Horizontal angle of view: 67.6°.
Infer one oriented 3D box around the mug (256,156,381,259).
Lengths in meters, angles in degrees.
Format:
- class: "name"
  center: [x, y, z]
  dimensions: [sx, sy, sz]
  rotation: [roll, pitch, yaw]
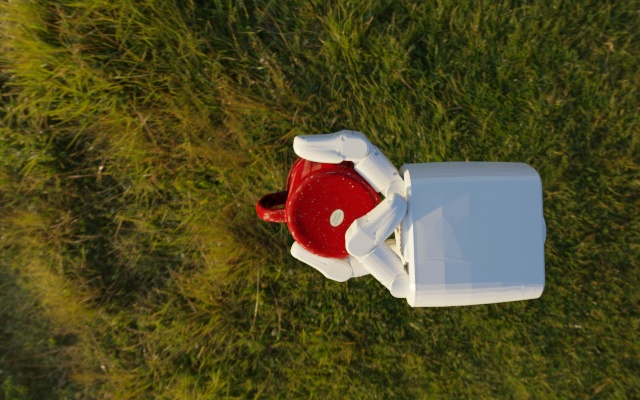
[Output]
- class: "mug"
  center: [-0.001, 0.001, 0.432]
  dimensions: [0.117, 0.093, 0.081]
  rotation: [-3, 18, 2]
